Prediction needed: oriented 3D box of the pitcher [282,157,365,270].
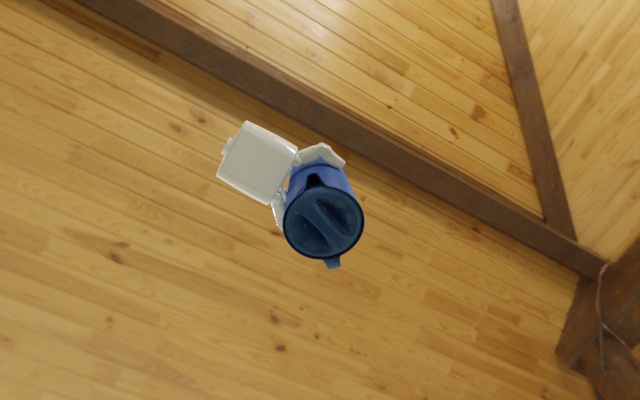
[{"bbox_3d":[0.000,0.003,0.877,0.145,0.149,0.242,28,19,-14],"label":"pitcher"}]
